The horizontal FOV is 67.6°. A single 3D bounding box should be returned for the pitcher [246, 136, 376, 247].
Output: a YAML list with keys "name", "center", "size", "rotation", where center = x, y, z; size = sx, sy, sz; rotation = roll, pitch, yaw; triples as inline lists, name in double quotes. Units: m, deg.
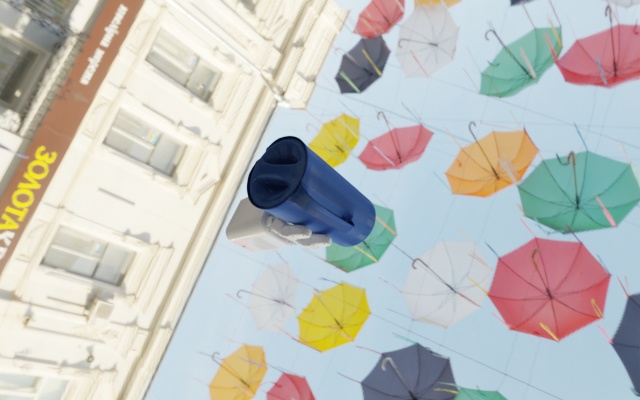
- name: "pitcher"
  center: [0.000, 0.003, 0.852]
  size: [0.145, 0.149, 0.243]
  rotation: [-15, -32, 35]
